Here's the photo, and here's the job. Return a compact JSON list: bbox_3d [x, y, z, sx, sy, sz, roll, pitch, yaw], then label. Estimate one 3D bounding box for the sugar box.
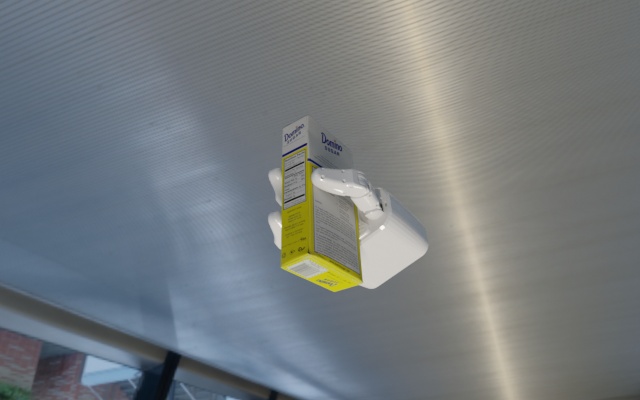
[{"bbox_3d":[0.000,0.002,0.528,0.048,0.176,0.093,-25,-39,29],"label":"sugar box"}]
